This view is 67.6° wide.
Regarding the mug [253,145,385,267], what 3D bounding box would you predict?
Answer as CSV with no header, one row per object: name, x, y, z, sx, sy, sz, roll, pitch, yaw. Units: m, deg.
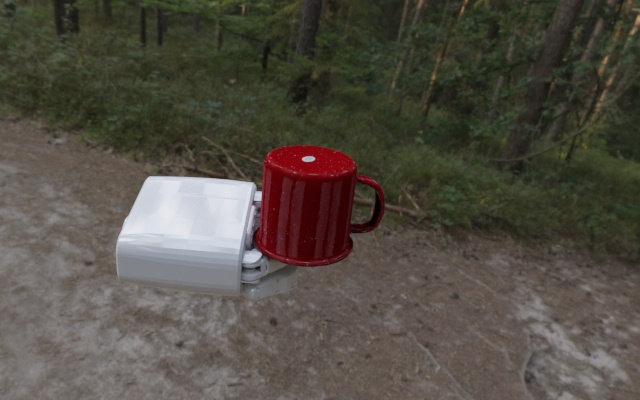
mug,0.002,0.001,0.427,0.117,0.081,0.093,5,24,-4
